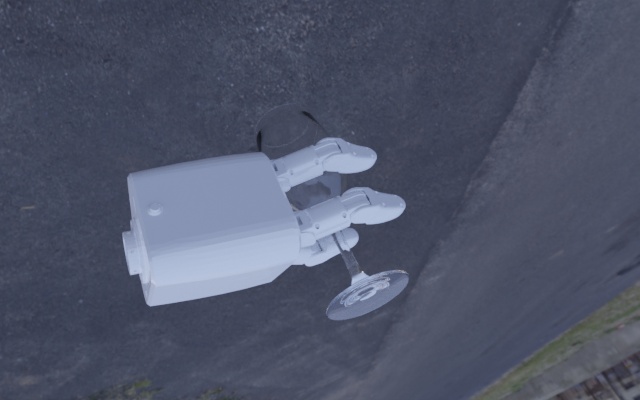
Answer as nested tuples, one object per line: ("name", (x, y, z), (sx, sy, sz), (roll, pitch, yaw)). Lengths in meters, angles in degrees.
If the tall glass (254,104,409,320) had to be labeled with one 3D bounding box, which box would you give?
("tall glass", (0.000, 0.002, 0.435), (0.079, 0.201, 0.079), (-19, -31, -12))
